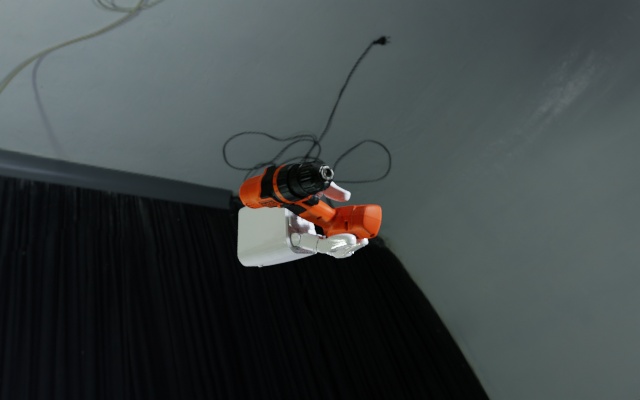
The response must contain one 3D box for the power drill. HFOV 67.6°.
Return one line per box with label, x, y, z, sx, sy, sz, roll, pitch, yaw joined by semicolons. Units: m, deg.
power drill;0.000;0.003;0.693;0.188;0.057;0.184;28;-23;-34
